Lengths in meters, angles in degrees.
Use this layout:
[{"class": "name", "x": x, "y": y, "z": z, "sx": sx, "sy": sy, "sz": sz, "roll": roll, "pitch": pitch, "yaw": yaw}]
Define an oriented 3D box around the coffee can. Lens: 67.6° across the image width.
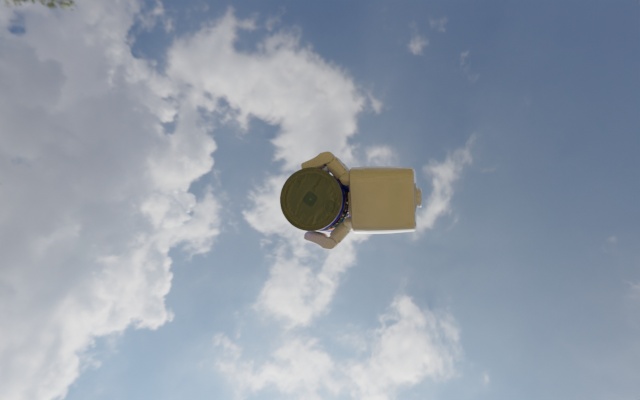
[{"class": "coffee can", "x": 0.000, "y": 0.003, "z": 0.827, "sx": 0.103, "sy": 0.103, "sz": 0.140, "roll": 0, "pitch": -4, "yaw": 14}]
